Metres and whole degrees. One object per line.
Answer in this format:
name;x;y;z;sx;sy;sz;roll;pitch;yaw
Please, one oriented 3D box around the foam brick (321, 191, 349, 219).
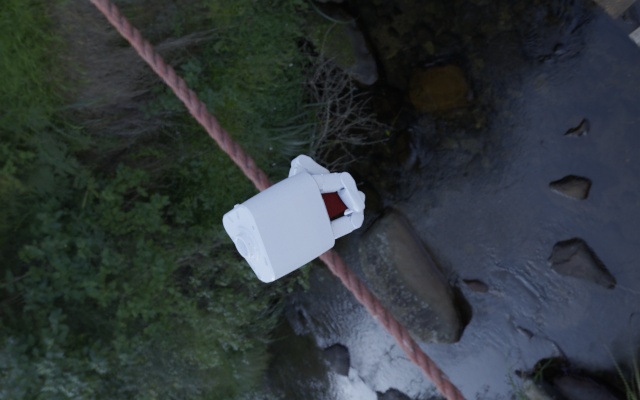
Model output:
foam brick;0.000;0.002;0.701;0.051;0.053;0.078;-28;1;-33
